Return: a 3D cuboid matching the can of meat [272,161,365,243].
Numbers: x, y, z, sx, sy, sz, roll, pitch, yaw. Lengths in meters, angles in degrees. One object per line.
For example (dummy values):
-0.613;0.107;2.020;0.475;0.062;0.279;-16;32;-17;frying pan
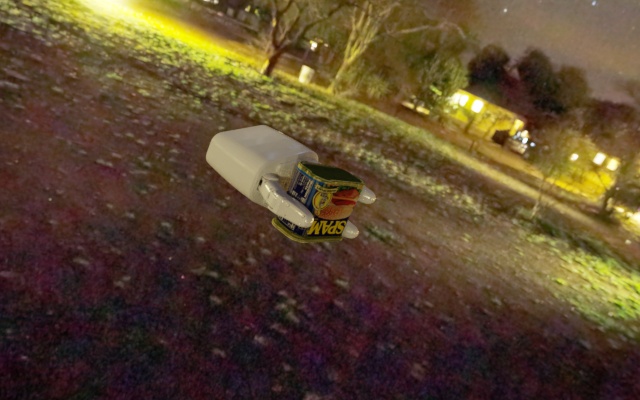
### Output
0.000;0.002;0.597;0.057;0.084;0.102;36;20;35;can of meat
